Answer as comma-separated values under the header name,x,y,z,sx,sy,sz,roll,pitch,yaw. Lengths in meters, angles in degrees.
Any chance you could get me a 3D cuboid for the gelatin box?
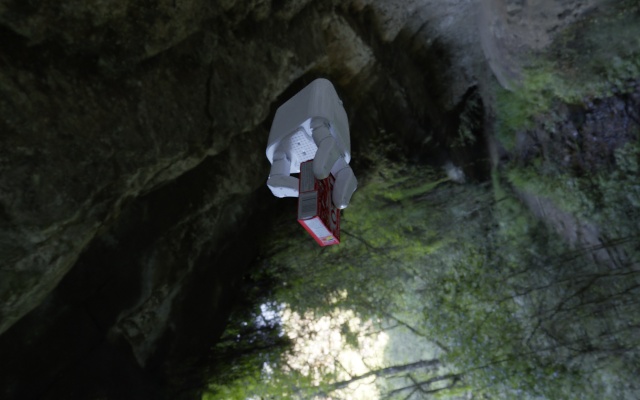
name,x,y,z,sx,sy,sz,roll,pitch,yaw
gelatin box,0.000,0.002,0.606,0.030,0.089,0.073,-12,-35,20
